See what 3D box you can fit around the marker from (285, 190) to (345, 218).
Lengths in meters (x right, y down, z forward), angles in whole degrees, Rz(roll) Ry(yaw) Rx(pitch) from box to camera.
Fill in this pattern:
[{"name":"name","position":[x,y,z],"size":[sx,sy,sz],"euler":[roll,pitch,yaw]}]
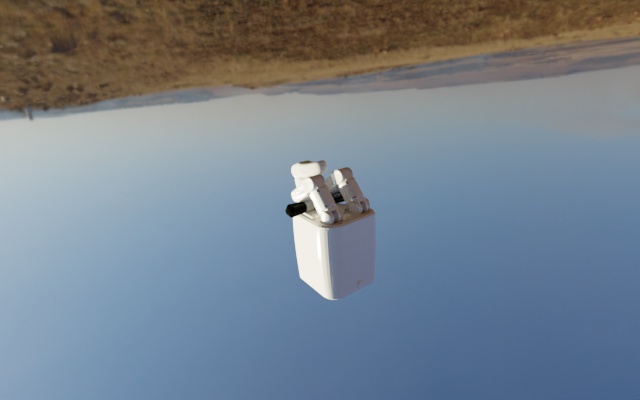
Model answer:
[{"name":"marker","position":[0.000,0.002,0.671],"size":[0.121,0.020,0.020],"euler":[-17,11,-41]}]
